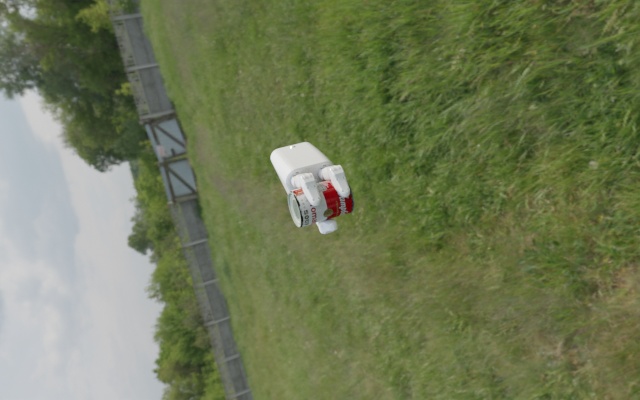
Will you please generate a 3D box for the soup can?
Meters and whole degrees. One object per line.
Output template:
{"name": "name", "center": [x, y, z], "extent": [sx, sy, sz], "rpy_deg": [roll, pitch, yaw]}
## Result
{"name": "soup can", "center": [0.000, 0.003, 0.852], "extent": [0.102, 0.068, 0.068], "rpy_deg": [-16, 5, -18]}
